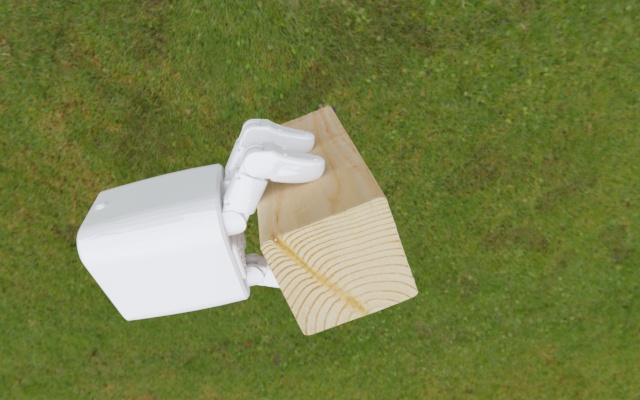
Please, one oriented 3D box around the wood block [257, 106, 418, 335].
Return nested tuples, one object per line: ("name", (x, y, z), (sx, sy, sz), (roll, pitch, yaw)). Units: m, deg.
("wood block", (0.000, 0.002, 0.413), (0.090, 0.091, 0.206), (-21, 29, 2))
